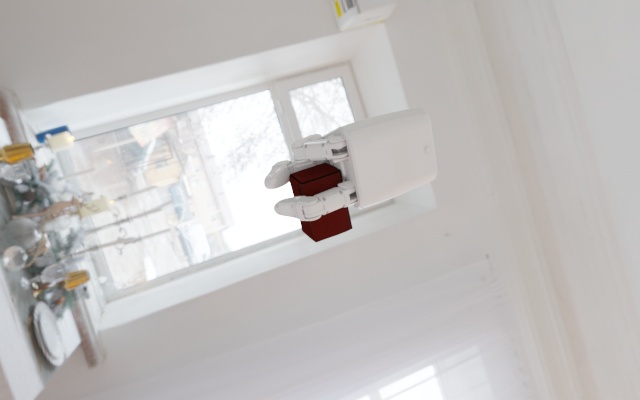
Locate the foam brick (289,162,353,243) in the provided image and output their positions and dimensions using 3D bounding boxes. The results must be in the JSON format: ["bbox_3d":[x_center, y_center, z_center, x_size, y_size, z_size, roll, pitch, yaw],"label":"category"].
[{"bbox_3d":[0.000,0.002,0.577,0.051,0.078,0.053,-19,21,-16],"label":"foam brick"}]
